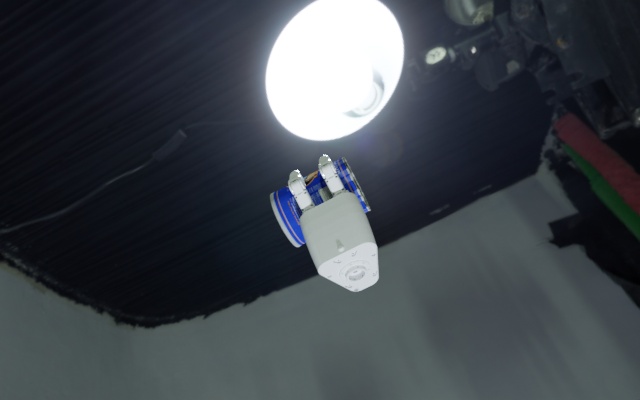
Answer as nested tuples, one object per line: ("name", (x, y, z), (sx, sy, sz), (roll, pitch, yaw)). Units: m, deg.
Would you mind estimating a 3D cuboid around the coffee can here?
("coffee can", (0.000, 0.003, 0.808), (0.140, 0.103, 0.103), (-27, -3, 7))
